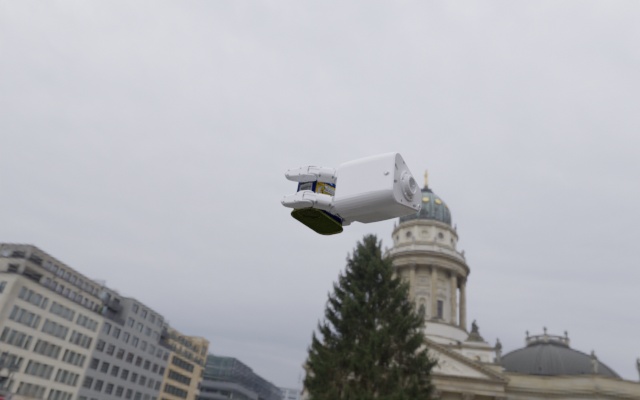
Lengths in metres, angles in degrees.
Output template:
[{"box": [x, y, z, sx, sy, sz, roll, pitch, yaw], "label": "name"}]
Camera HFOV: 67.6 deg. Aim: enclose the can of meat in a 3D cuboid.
[{"box": [0.000, 0.003, 0.850, 0.057, 0.084, 0.102, -15, -36, 38], "label": "can of meat"}]
